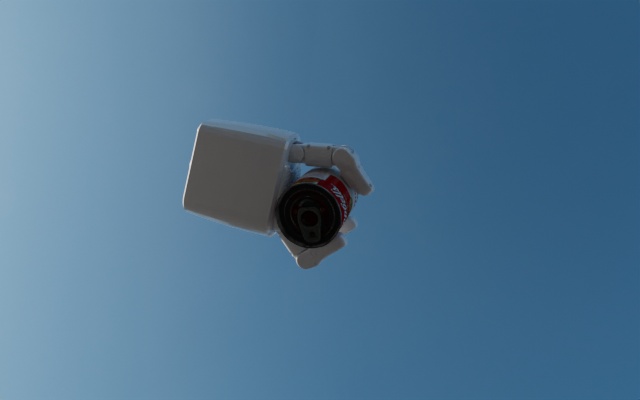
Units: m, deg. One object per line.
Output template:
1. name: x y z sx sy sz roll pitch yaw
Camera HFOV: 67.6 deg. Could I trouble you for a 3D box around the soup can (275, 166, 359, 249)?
1. soup can: 0.001 0.002 0.513 0.068 0.068 0.102 0 16 15
